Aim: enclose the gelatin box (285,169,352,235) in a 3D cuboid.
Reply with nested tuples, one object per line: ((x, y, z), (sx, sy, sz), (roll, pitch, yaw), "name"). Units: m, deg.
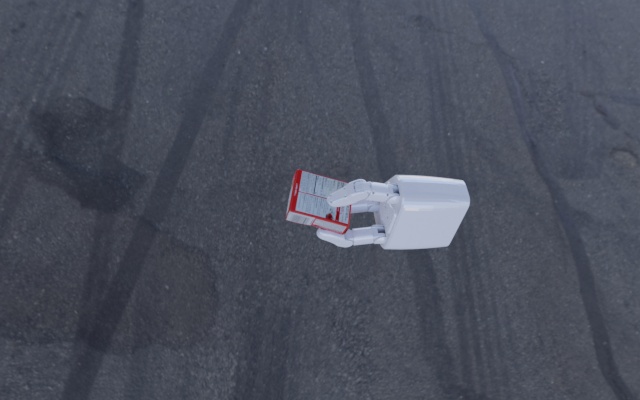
((0.000, 0.002, 0.677), (0.089, 0.073, 0.030), (15, -34, -10), "gelatin box")
